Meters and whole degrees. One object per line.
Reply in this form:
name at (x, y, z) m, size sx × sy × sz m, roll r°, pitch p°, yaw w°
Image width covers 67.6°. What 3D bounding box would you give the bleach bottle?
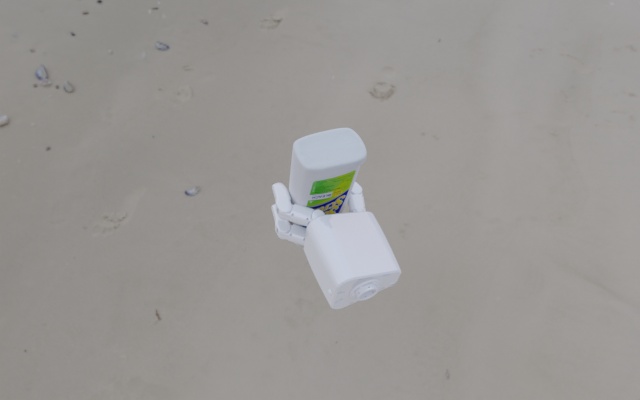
bleach bottle at (0.000, 0.002, 0.746) m, size 0.102 × 0.068 × 0.251 m, roll -15°, pitch -33°, yaw -17°
